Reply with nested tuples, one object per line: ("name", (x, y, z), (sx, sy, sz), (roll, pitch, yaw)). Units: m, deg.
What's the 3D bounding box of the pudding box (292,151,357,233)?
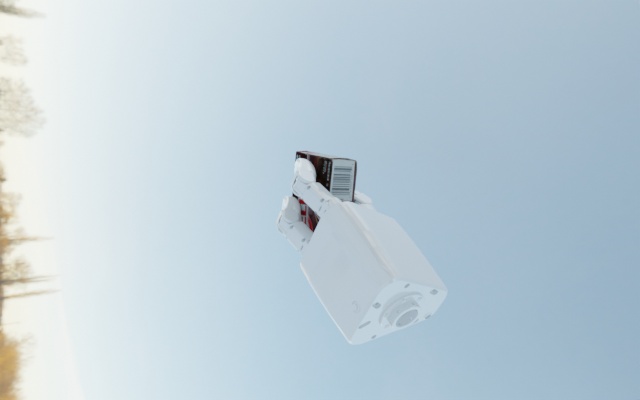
("pudding box", (0.000, 0.002, 0.563), (0.039, 0.113, 0.090), (3, 9, -31))
